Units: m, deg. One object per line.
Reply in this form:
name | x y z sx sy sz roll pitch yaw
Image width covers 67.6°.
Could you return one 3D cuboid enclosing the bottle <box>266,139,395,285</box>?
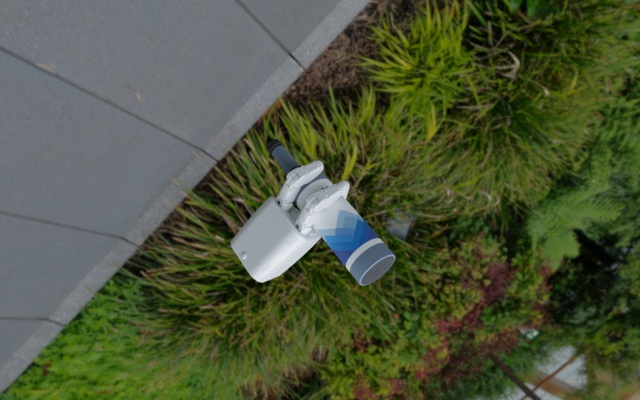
bottle | 0.000 0.003 0.765 0.069 0.069 0.295 0 43 -51
